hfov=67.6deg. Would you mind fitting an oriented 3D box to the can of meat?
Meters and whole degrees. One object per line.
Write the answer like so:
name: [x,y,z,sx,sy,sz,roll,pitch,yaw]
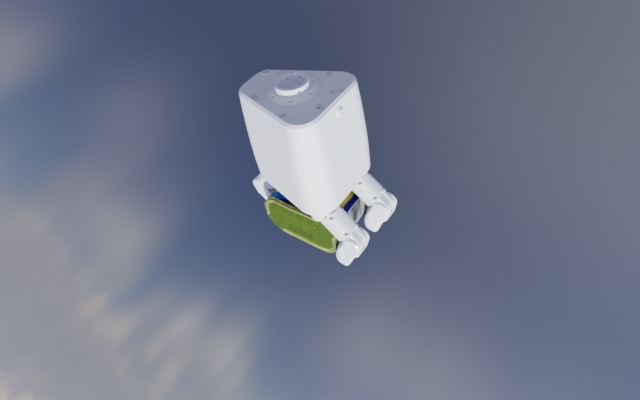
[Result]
can of meat: [0.000,0.002,0.544,0.102,0.057,0.084,23,54,28]
